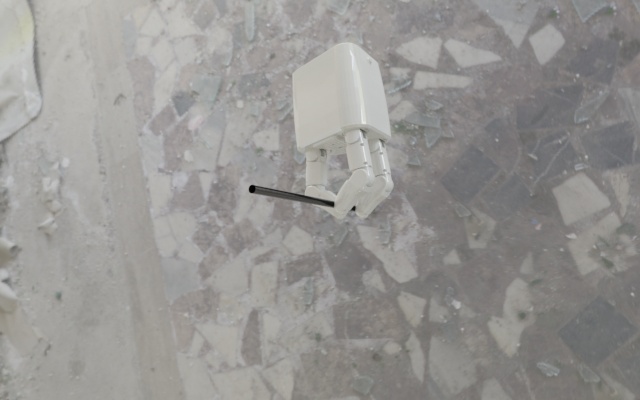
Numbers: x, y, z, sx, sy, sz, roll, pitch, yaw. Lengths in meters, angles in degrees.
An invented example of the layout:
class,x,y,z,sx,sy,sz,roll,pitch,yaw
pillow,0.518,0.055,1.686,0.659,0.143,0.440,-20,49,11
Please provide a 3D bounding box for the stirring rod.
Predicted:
class,x,y,z,sx,sy,sz,roll,pitch,yaw
stirring rod,0.000,0.002,0.529,0.011,0.011,0.239,0,-6,31
